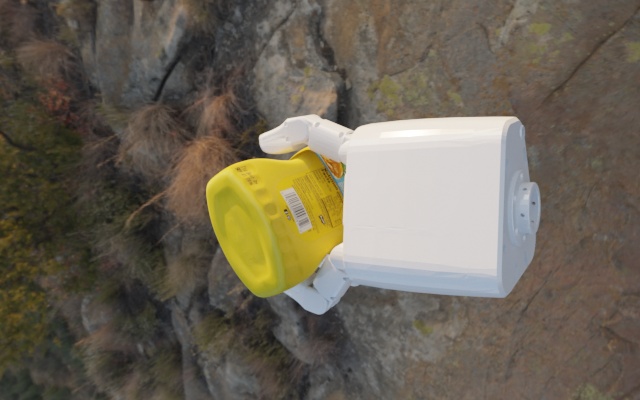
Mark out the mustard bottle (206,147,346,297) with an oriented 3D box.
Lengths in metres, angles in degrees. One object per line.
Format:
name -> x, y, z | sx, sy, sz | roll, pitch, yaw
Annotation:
mustard bottle -> 0.000, 0.001, 0.403 | 0.058, 0.096, 0.191 | -29, -4, 38
